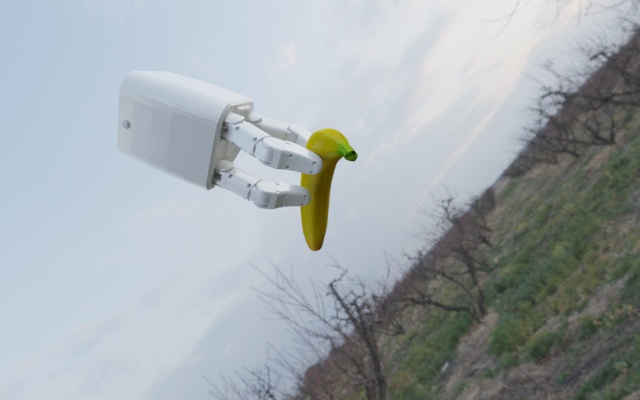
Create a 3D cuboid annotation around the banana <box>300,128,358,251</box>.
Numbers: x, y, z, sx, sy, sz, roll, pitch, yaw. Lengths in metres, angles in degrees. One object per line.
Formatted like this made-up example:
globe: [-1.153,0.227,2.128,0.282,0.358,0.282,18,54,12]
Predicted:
banana: [-0.001,-0.016,0.509,0.037,0.069,0.198,-1,-31,-10]
